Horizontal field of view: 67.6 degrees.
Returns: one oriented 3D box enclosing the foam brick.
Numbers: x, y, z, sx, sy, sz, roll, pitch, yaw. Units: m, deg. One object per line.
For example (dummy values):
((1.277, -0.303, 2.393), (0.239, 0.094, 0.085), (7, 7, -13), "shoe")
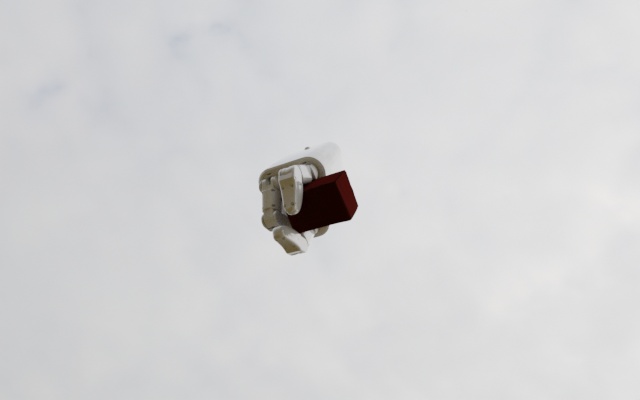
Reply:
((0.000, 0.002, 0.592), (0.078, 0.053, 0.051), (-16, 14, 23), "foam brick")
